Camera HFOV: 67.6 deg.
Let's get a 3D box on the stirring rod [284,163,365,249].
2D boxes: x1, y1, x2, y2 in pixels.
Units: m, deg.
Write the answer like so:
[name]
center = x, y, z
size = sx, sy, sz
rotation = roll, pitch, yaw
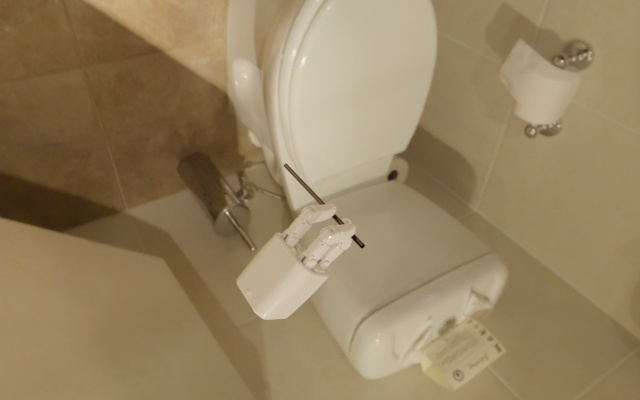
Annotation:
[stirring rod]
center = 0.000, 0.003, 0.804
size = 0.011, 0.011, 0.239
rotation = 0, 34, -41
